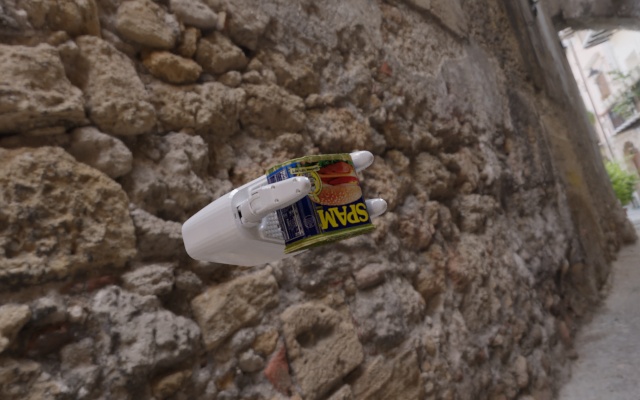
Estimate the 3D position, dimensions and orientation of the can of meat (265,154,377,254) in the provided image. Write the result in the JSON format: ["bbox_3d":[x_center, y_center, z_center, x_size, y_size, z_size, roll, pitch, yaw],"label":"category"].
[{"bbox_3d":[0.000,0.001,0.484,0.102,0.084,0.057,-8,-12,-44],"label":"can of meat"}]
